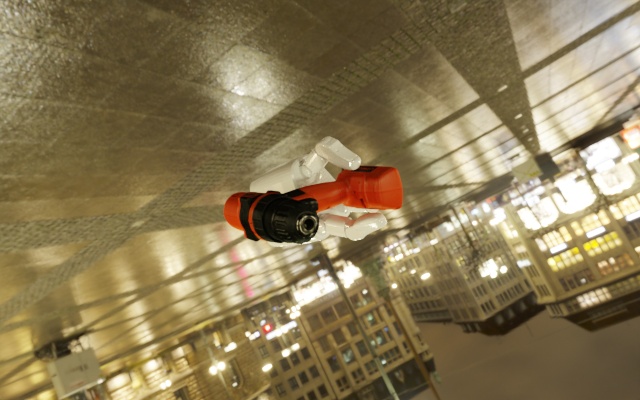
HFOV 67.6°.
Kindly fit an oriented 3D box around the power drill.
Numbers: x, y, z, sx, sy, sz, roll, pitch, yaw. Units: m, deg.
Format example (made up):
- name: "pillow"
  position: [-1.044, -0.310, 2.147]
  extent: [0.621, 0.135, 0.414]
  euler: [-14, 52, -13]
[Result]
- name: "power drill"
  position: [0.000, 0.002, 0.547]
  extent: [0.187, 0.057, 0.184]
  euler: [-12, 11, -30]
